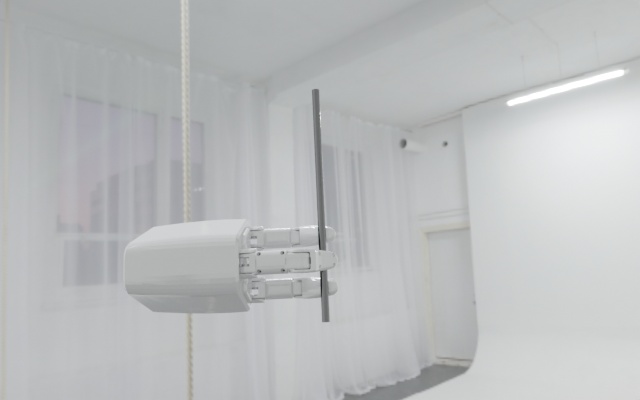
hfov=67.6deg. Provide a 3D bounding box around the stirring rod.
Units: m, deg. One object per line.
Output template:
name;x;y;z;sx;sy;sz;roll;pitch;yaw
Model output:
stirring rod;0.000;0.002;0.491;0.011;0.239;0.011;-3;-8;0
